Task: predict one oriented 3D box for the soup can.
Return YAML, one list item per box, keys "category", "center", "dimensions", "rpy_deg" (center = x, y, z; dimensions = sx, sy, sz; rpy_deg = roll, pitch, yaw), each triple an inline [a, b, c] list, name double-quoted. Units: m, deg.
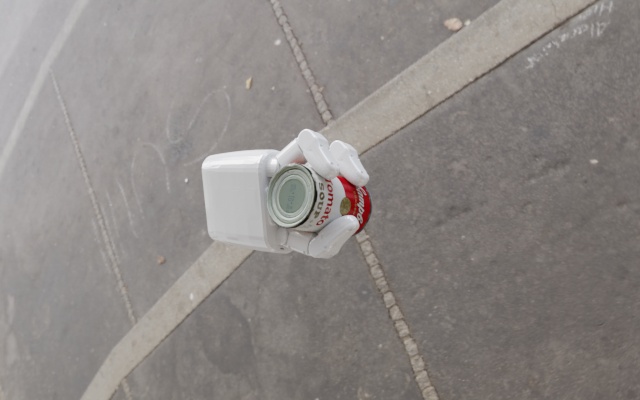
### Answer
- category: "soup can"
  center: [0.000, 0.002, 0.511]
  dimensions: [0.068, 0.068, 0.102]
  rpy_deg: [0, -8, 39]
